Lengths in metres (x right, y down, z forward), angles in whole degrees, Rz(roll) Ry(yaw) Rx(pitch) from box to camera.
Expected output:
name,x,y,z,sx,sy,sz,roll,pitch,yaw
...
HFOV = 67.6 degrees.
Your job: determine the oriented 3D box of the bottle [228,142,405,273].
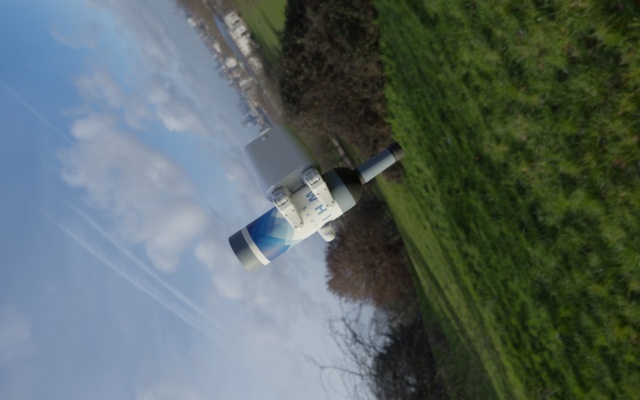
name,x,y,z,sx,sy,sz,roll,pitch,yaw
bottle,0.000,0.003,0.731,0.296,0.069,0.069,-34,0,0
